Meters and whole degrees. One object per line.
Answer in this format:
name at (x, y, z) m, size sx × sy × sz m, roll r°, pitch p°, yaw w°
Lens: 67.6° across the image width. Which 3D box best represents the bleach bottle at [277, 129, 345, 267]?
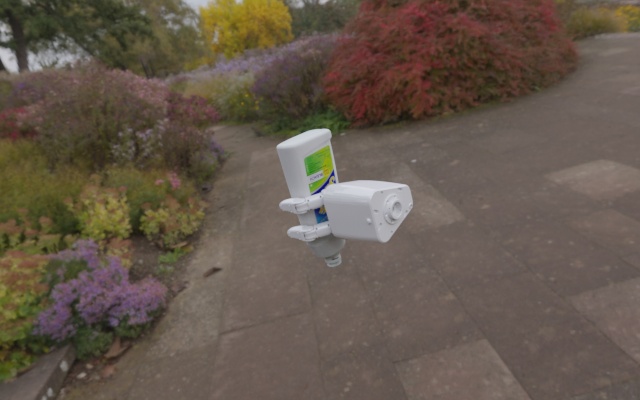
bleach bottle at (0.000, 0.003, 0.881) m, size 0.102 × 0.251 × 0.068 m, roll -30°, pitch 23°, yaw -35°
